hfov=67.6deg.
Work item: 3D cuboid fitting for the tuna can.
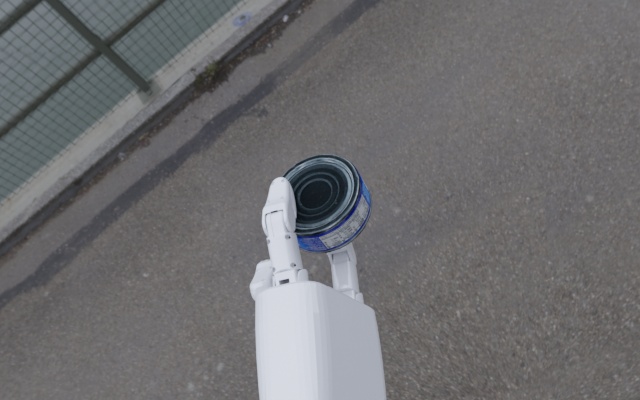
[{"bbox_3d":[0.000,0.001,0.423,0.086,0.086,0.034,0,-32,26],"label":"tuna can"}]
